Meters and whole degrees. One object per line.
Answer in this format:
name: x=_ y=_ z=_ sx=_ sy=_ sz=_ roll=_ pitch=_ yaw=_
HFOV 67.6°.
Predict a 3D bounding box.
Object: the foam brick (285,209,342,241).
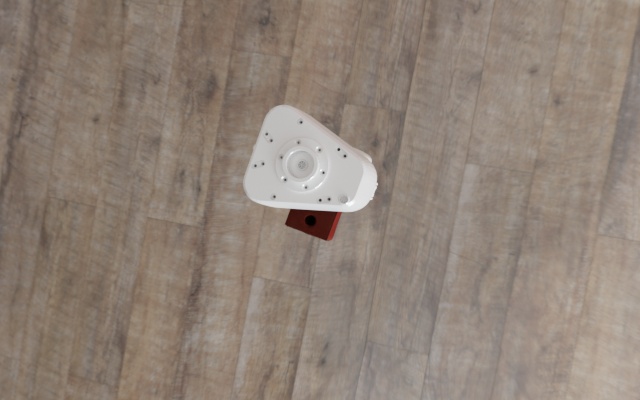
foam brick: x=0.000 y=0.002 z=0.551 sx=0.053 sy=0.078 sz=0.051 roll=20 pitch=3 yaw=9
